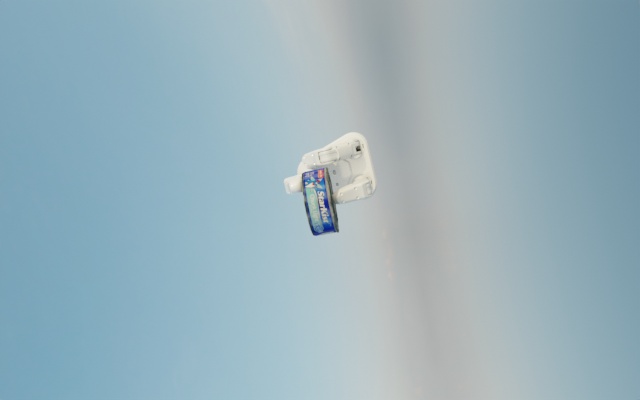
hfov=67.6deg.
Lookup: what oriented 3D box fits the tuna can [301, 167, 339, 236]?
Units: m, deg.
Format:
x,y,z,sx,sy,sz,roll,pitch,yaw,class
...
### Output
x,y,z,sx,sy,sz,roll,pitch,yaw,class
0.000,0.002,0.615,0.034,0.086,0.086,-10,-1,5,tuna can
